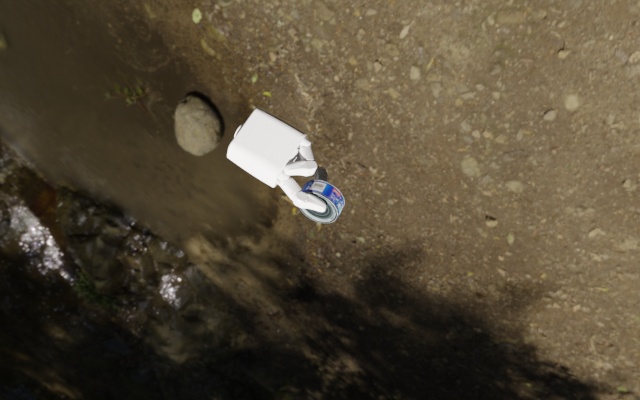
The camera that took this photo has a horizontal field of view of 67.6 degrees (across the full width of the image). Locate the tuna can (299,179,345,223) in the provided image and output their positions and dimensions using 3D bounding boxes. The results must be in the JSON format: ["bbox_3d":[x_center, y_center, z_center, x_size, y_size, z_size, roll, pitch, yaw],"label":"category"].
[{"bbox_3d":[0.000,0.003,0.894,0.086,0.033,0.086,18,-38,15],"label":"tuna can"}]
